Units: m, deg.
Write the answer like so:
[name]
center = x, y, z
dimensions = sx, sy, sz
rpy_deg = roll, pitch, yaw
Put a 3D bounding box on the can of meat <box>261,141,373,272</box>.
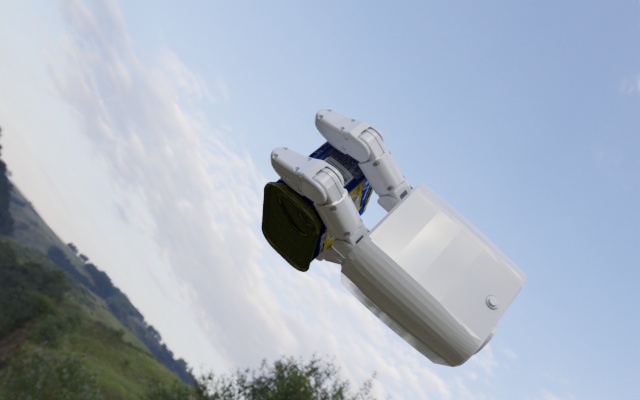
[can of meat]
center = 0.000, 0.001, 0.408
dimensions = 0.084, 0.057, 0.102
rpy_deg = -41, -18, -27
